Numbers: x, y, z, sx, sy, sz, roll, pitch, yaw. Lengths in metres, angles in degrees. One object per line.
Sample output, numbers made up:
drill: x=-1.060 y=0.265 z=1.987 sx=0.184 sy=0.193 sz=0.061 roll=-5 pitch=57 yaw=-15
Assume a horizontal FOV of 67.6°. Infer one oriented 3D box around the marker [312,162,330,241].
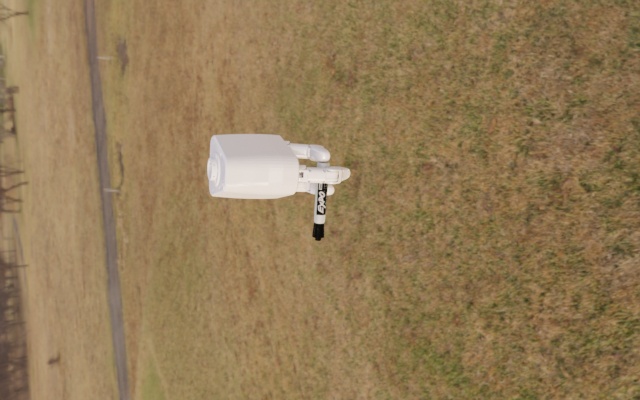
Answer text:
marker: x=0.000 y=0.002 z=0.726 sx=0.020 sy=0.121 sz=0.020 roll=4 pitch=11 yaw=-1
